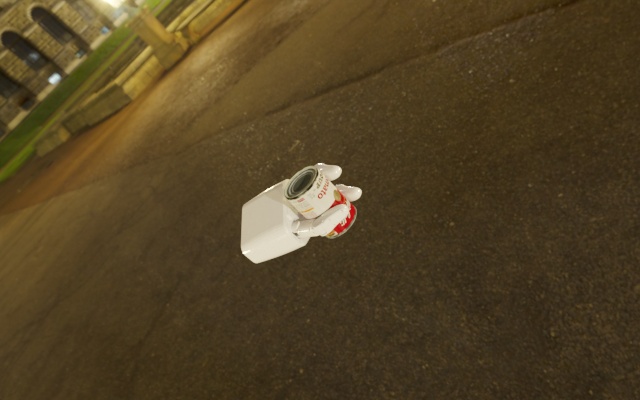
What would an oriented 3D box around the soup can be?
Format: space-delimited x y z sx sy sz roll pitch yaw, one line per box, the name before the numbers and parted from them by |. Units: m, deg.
soup can | 0.000 0.002 0.750 0.068 0.068 0.102 0 -38 51
